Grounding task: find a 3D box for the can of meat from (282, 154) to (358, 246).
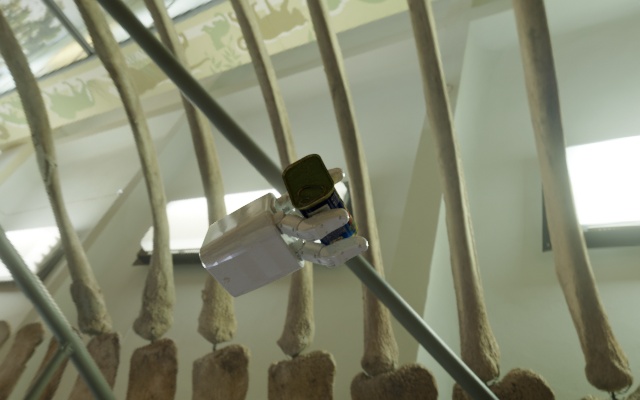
[{"bbox_3d":[0.000,0.002,0.618,0.057,0.084,0.102,-29,36,3],"label":"can of meat"}]
